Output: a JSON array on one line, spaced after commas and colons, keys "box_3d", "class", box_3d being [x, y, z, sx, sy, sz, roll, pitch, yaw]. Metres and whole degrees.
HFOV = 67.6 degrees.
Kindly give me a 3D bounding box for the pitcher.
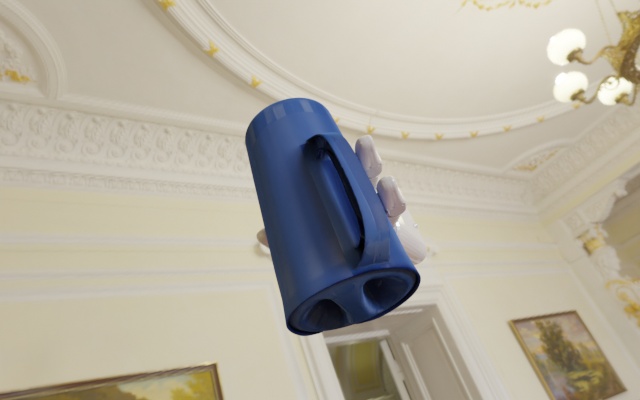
[{"box_3d": [0.000, 0.002, 0.499, 0.149, 0.242, 0.145, -34, -34, 19], "class": "pitcher"}]
